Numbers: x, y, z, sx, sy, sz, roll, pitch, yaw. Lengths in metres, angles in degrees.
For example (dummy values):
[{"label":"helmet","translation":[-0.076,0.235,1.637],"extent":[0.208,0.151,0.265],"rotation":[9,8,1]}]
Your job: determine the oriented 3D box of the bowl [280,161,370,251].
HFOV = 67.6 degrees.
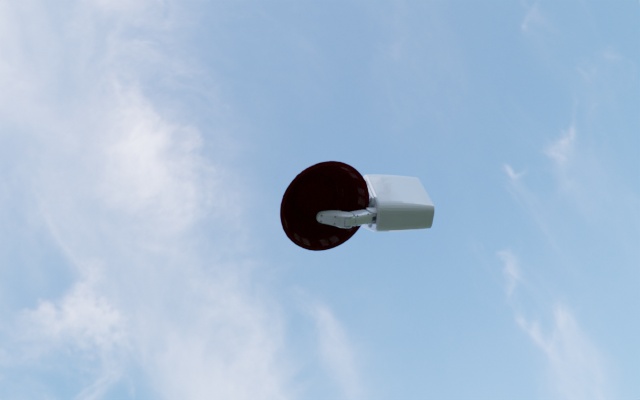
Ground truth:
[{"label":"bowl","translation":[-0.001,0.002,0.814],"extent":[0.162,0.162,0.055],"rotation":[0,21,-24]}]
